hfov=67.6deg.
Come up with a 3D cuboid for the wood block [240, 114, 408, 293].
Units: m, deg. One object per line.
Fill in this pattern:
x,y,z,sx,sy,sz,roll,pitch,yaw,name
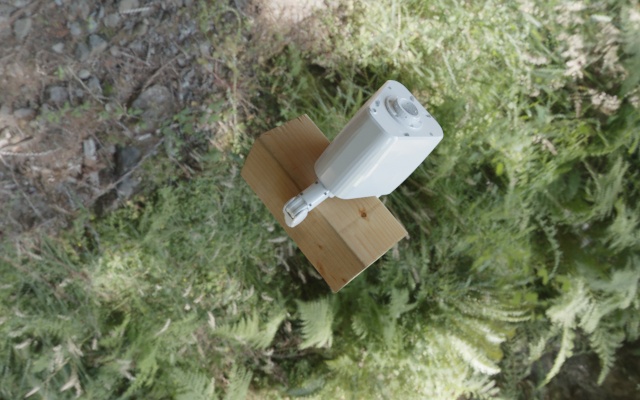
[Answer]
0.000,0.002,0.623,0.090,0.206,0.090,-32,-12,-36,wood block
